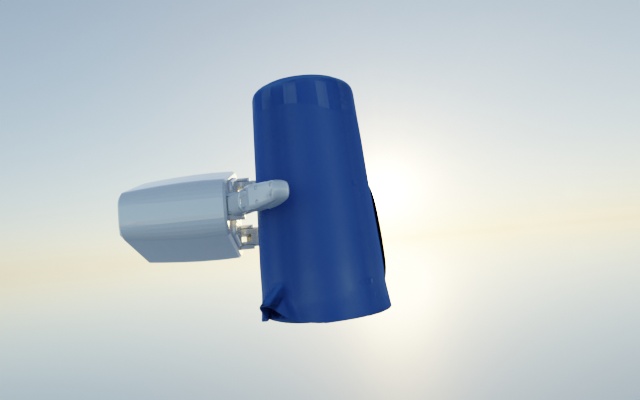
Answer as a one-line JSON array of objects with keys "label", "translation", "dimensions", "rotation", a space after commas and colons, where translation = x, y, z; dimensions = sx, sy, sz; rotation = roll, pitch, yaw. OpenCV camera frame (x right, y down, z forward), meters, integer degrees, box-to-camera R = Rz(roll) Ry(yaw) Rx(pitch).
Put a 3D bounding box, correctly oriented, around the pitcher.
[{"label": "pitcher", "translation": [0.000, 0.002, 0.506], "dimensions": [0.145, 0.243, 0.149], "rotation": [-6, -5, -3]}]
